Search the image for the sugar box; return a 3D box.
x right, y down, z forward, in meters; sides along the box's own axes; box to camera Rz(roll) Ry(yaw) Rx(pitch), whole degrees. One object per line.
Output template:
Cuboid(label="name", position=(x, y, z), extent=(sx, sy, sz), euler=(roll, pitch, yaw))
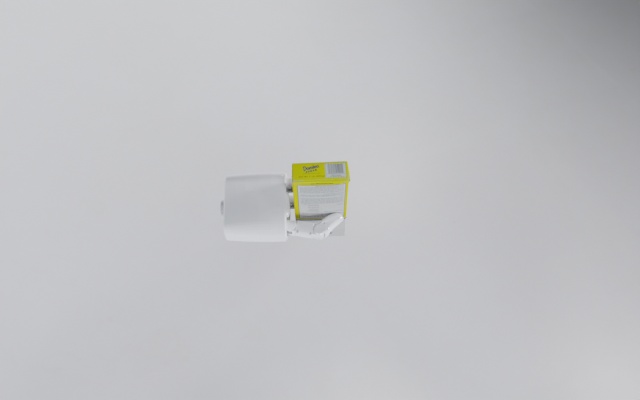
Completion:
Cuboid(label="sugar box", position=(0.000, 0.002, 0.830), extent=(0.093, 0.048, 0.176), euler=(-2, -32, -2))
